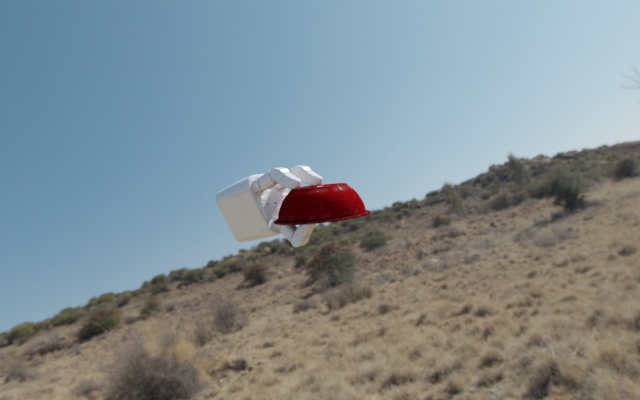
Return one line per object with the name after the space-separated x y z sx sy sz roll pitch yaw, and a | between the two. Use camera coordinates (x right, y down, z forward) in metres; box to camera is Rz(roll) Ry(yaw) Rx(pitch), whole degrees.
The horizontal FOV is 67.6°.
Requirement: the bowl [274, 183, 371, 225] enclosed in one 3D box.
0.001 0.002 0.789 0.162 0.055 0.162 -6 4 0 | bowl
